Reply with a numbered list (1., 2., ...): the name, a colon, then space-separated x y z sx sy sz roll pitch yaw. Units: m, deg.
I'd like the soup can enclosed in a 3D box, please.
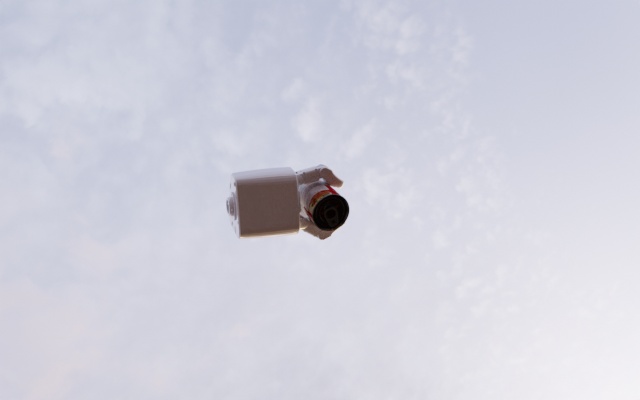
1. soup can: 0.000 0.002 0.847 0.068 0.068 0.102 0 22 -23
